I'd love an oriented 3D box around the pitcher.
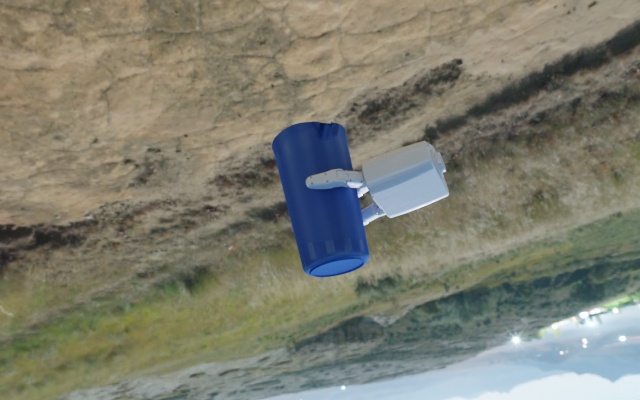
[{"bbox_3d":[0.000,0.003,0.804,0.145,0.242,0.149,-20,-24,18],"label":"pitcher"}]
